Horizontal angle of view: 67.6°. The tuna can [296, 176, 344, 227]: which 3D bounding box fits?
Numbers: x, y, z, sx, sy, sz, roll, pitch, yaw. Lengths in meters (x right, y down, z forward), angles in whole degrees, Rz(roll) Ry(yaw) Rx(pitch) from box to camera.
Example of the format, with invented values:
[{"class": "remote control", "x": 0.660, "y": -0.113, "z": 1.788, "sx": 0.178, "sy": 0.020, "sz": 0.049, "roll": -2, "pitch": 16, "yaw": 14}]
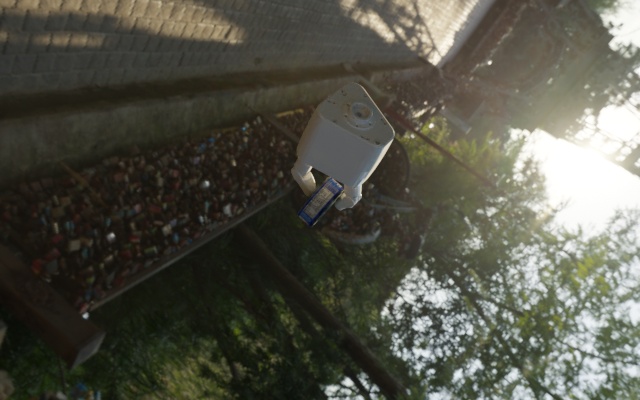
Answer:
[{"class": "tuna can", "x": 0.001, "y": 0.003, "z": 0.786, "sx": 0.034, "sy": 0.086, "sz": 0.086, "roll": 41, "pitch": 3, "yaw": 3}]
